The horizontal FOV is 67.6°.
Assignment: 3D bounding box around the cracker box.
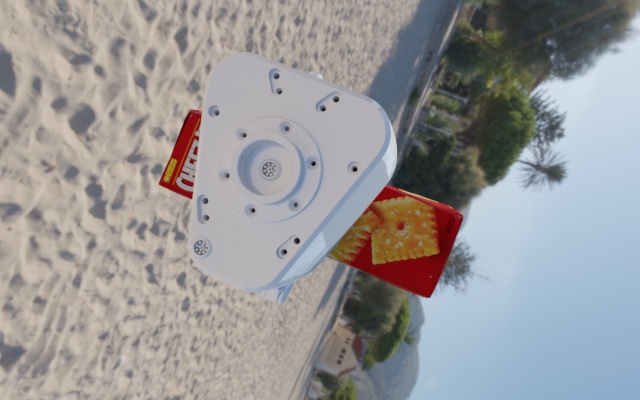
[{"bbox_3d":[0.000,0.002,0.414,0.213,0.072,0.164,23,1,8],"label":"cracker box"}]
